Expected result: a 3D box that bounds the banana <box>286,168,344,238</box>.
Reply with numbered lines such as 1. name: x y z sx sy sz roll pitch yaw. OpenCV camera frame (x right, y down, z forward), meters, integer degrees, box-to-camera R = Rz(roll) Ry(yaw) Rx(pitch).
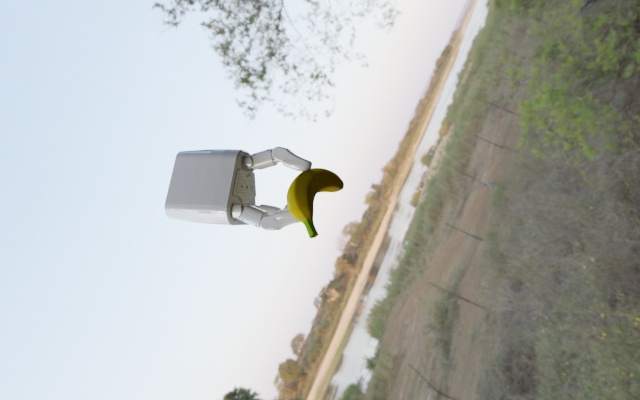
1. banana: -0.009 -0.013 0.685 0.037 0.070 0.197 -22 15 23
